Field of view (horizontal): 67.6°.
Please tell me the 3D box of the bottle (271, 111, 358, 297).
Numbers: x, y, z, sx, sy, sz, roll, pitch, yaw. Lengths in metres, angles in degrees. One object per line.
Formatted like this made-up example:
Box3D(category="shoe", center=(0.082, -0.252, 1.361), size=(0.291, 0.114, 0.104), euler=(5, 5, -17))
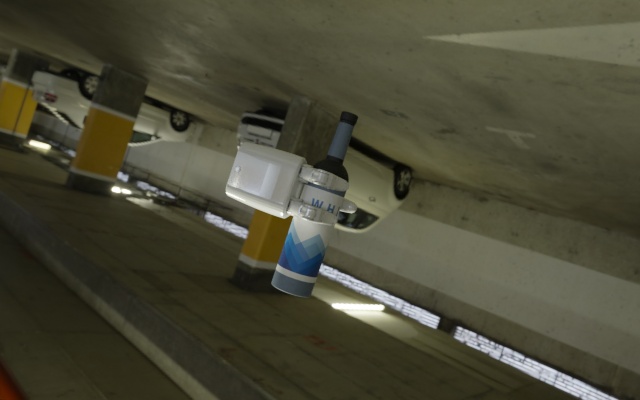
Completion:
Box3D(category="bottle", center=(0.000, 0.003, 0.758), size=(0.069, 0.295, 0.069), euler=(19, 1, 0))
